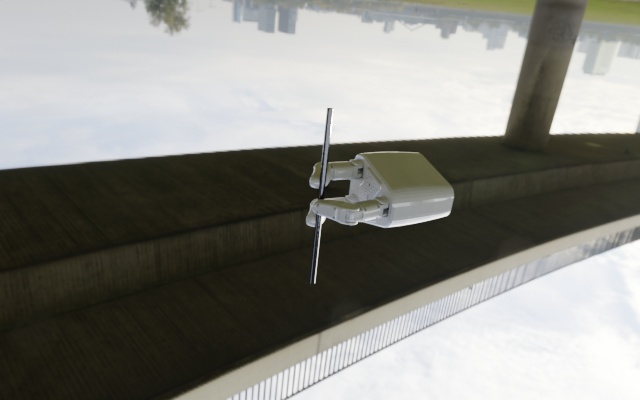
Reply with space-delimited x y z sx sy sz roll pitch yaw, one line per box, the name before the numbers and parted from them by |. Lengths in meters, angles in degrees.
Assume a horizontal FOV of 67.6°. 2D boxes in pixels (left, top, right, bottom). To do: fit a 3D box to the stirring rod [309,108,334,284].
stirring rod | 0.000 0.002 0.609 0.011 0.240 0.011 5 23 -2
